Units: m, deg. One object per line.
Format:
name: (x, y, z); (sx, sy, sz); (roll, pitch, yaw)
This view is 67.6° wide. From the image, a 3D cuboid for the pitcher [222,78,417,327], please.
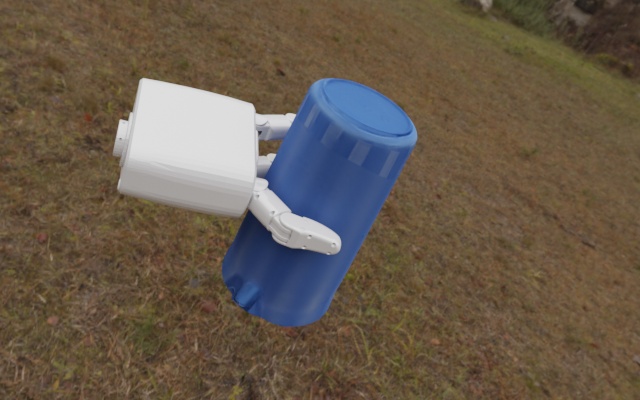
pitcher: (0.000, 0.002, 0.497); (0.145, 0.243, 0.149); (12, 36, -23)
